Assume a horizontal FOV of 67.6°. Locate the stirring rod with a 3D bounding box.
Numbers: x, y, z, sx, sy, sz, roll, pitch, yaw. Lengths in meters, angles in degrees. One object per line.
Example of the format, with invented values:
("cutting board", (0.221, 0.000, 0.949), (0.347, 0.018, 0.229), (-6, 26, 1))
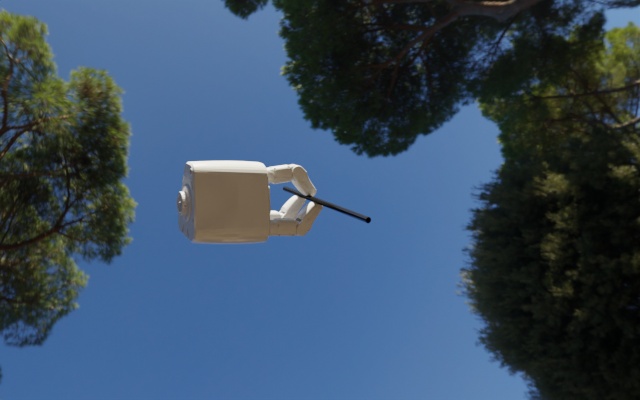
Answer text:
("stirring rod", (0.000, 0.002, 0.694), (0.011, 0.011, 0.239), (0, 11, -30))
